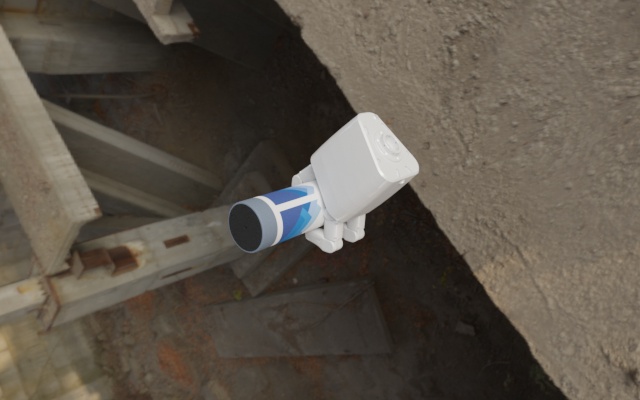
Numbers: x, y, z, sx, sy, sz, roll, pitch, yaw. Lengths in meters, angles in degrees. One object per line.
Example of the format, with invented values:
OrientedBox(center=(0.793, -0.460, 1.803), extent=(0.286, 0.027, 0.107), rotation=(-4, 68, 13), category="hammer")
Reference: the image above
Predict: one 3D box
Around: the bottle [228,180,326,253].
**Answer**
OrientedBox(center=(0.000, 0.002, 0.703), extent=(0.069, 0.069, 0.295), rotation=(0, 12, 41), category="bottle")
